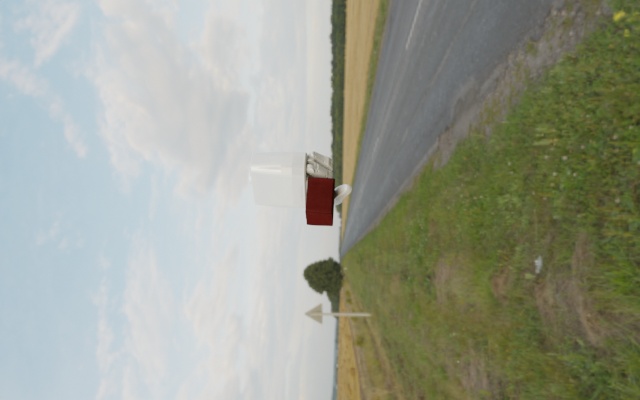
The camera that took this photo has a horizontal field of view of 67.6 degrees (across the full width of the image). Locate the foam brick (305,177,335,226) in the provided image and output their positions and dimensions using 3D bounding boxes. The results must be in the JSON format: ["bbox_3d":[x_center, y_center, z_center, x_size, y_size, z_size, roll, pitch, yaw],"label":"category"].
[{"bbox_3d":[0.000,0.003,0.897,0.051,0.078,0.053,2,-31,2],"label":"foam brick"}]
